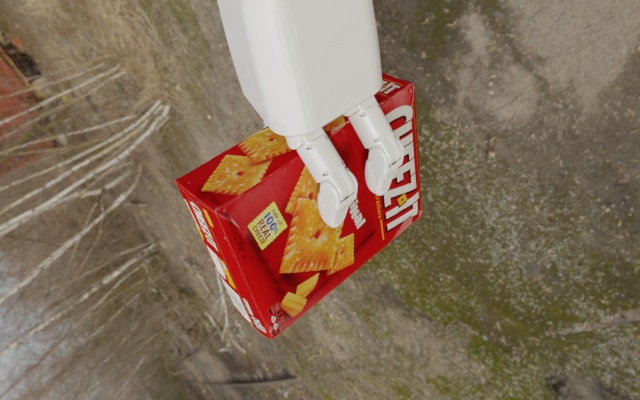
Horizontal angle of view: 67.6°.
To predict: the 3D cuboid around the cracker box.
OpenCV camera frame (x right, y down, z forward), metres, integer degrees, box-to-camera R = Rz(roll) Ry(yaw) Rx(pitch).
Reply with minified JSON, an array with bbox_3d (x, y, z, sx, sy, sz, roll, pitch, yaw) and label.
[{"bbox_3d":[0.000,0.001,0.439,0.213,0.164,0.072,-35,44,-25],"label":"cracker box"}]
